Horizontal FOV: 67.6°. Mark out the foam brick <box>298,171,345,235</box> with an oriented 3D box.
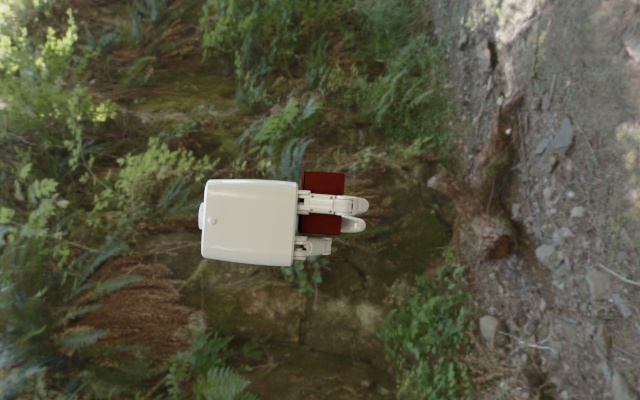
[{"bbox_3d":[0.000,0.002,0.597,0.051,0.078,0.053,4,2,-4],"label":"foam brick"}]
